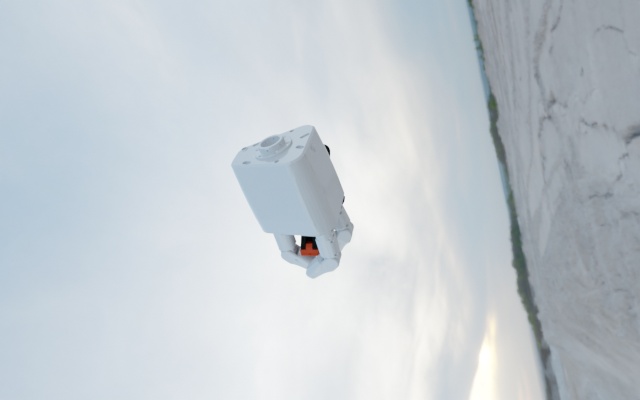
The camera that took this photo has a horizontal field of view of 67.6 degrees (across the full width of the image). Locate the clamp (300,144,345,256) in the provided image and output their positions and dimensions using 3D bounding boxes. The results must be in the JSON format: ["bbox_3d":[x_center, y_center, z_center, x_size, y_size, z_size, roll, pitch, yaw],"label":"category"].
[{"bbox_3d":[0.000,0.003,0.689,0.039,0.120,0.171,-9,34,20],"label":"clamp"}]
